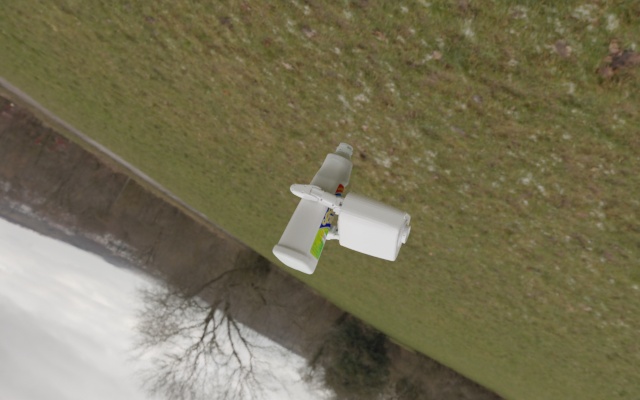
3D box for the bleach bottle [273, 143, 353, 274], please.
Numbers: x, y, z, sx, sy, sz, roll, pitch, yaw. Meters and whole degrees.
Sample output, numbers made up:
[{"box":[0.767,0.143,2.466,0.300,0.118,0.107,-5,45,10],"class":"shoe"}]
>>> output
[{"box":[0.000,0.003,0.877,0.068,0.250,0.103,18,-17,19],"class":"bleach bottle"}]
